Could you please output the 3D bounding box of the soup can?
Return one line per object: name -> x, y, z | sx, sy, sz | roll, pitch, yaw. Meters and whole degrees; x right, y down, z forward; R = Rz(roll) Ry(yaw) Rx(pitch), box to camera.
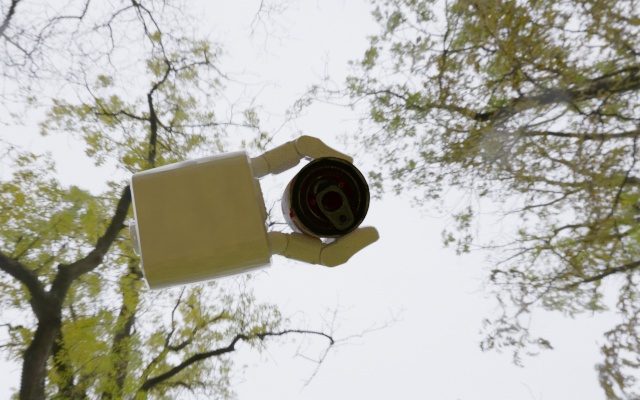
soup can -> 0.000, 0.001, 0.442 | 0.068, 0.068, 0.102 | 0, -5, -10
